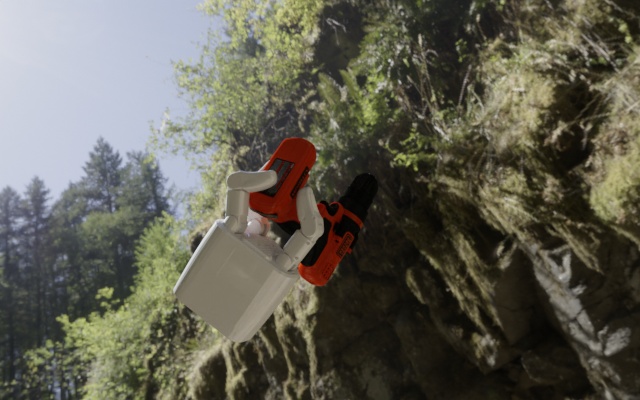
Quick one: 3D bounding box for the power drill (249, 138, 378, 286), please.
[{"bbox_3d":[0.000,0.002,0.638,0.057,0.184,0.188,15,-23,40],"label":"power drill"}]
